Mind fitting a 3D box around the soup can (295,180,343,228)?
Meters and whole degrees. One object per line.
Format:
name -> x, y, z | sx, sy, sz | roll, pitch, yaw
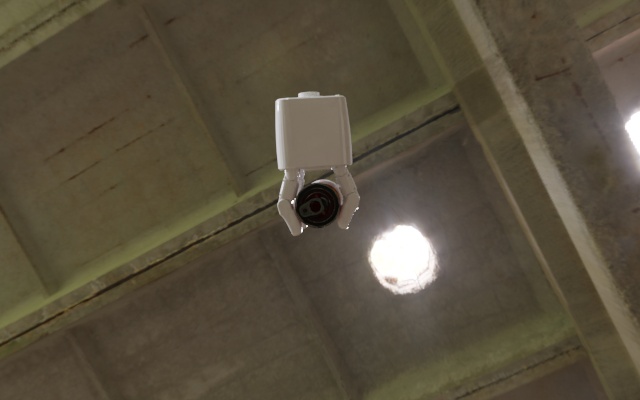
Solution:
soup can -> 0.000, 0.003, 0.756 | 0.068, 0.068, 0.102 | 0, 6, 6
